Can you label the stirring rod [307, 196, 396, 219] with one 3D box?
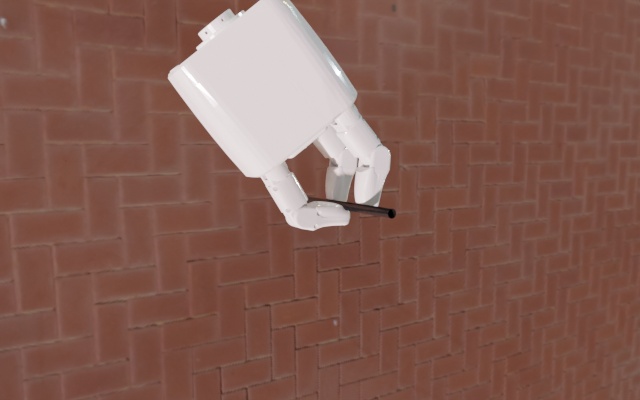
[{"bbox_3d":[0.000,0.002,0.482,0.011,0.011,0.239,0,4,-28],"label":"stirring rod"}]
